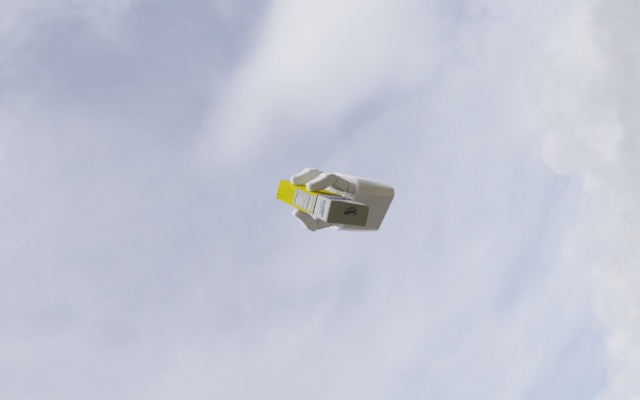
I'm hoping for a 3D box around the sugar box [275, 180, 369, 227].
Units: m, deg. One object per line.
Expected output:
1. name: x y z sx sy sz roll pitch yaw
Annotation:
1. sugar box: 0.000 0.002 0.892 0.093 0.048 0.176 8 6 -38
